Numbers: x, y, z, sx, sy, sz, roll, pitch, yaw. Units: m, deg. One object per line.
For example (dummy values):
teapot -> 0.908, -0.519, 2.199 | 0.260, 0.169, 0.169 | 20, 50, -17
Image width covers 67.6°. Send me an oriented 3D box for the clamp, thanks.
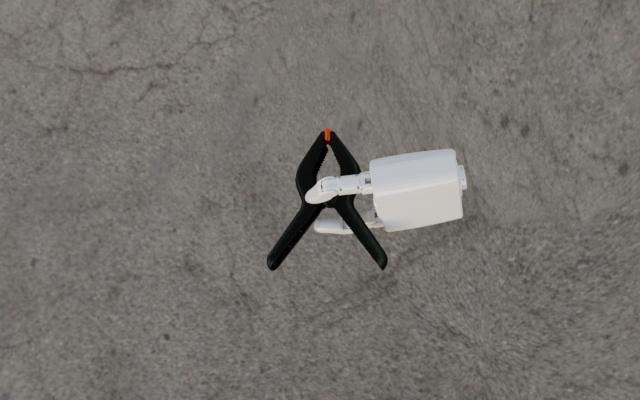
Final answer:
clamp -> 0.000, 0.001, 0.664 | 0.164, 0.210, 0.036 | -9, -19, 11
